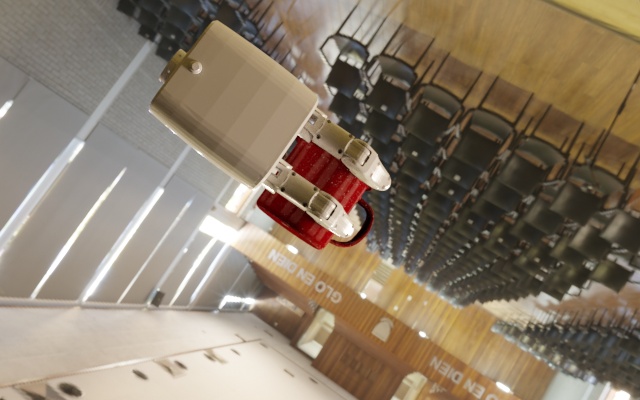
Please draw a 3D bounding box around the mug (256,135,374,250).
[{"bbox_3d":[0.001,0.003,0.475,0.117,0.081,0.093,37,-8,-15],"label":"mug"}]
